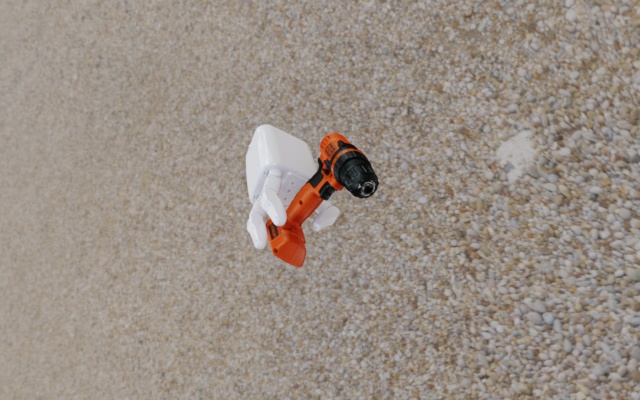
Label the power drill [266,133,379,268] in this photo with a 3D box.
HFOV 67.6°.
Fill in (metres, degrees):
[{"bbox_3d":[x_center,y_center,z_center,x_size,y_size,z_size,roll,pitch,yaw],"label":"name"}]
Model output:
[{"bbox_3d":[0.000,0.002,0.684,0.057,0.188,0.184,33,13,-23],"label":"power drill"}]
